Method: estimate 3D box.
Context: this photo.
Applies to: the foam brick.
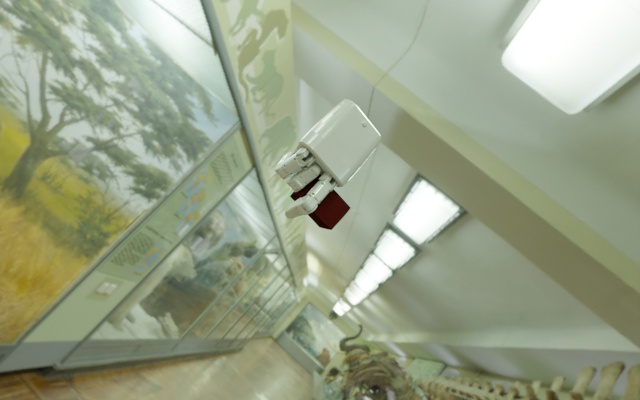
[{"bbox_3d":[0.000,0.003,0.780,0.078,0.051,0.053,47,-15,-20],"label":"foam brick"}]
